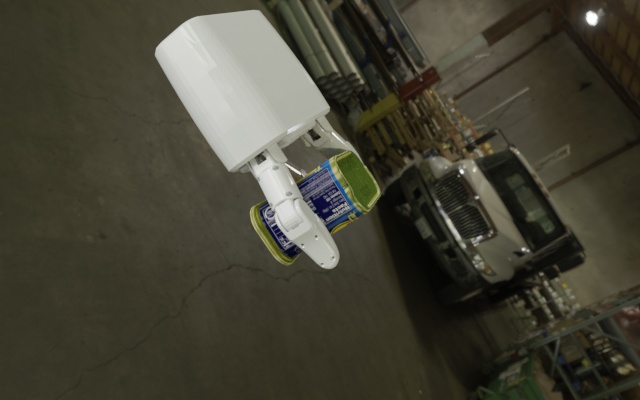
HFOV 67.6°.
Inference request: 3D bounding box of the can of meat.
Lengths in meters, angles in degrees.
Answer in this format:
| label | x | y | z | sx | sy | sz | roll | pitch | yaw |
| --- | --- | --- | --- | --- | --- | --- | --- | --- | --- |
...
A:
| label | x | y | z | sx | sy | sz | roll | pitch | yaw |
| --- | --- | --- | --- | --- | --- | --- | --- | --- | --- |
| can of meat | 0.000 | 0.001 | 0.413 | 0.084 | 0.057 | 0.102 | -33 | 2 | 18 |
